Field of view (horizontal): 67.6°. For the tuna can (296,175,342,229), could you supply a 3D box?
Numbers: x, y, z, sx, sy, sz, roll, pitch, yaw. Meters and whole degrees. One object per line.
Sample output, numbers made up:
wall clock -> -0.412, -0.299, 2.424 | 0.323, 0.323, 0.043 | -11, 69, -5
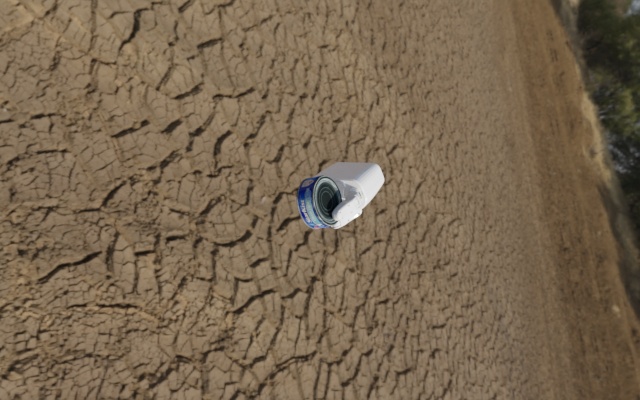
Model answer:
tuna can -> 0.001, 0.003, 0.781 | 0.034, 0.086, 0.086 | -10, -6, 35
